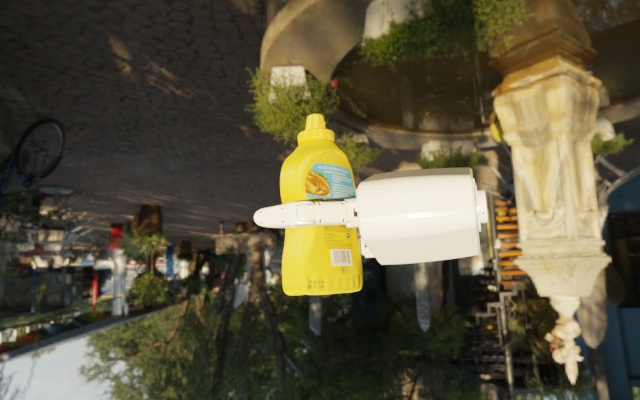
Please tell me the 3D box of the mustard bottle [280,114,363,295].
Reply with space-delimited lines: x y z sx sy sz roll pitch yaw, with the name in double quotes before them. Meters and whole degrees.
"mustard bottle" 0.000 0.002 0.507 0.058 0.191 0.096 -11 -13 43
